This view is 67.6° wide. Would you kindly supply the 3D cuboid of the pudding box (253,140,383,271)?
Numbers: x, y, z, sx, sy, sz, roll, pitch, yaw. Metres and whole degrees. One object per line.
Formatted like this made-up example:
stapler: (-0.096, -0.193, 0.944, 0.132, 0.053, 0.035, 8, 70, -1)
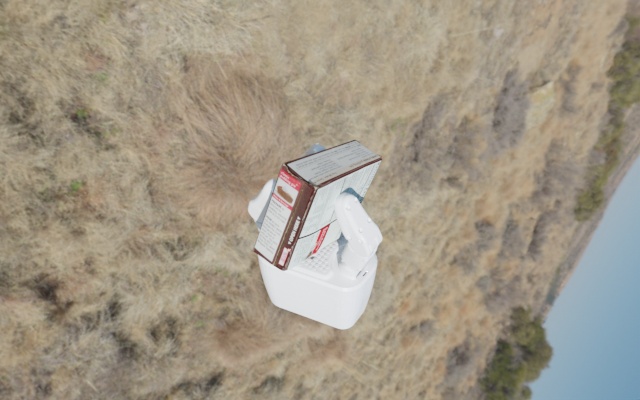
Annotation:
pudding box: (0.000, 0.002, 0.417, 0.039, 0.090, 0.113, 33, 32, 20)
